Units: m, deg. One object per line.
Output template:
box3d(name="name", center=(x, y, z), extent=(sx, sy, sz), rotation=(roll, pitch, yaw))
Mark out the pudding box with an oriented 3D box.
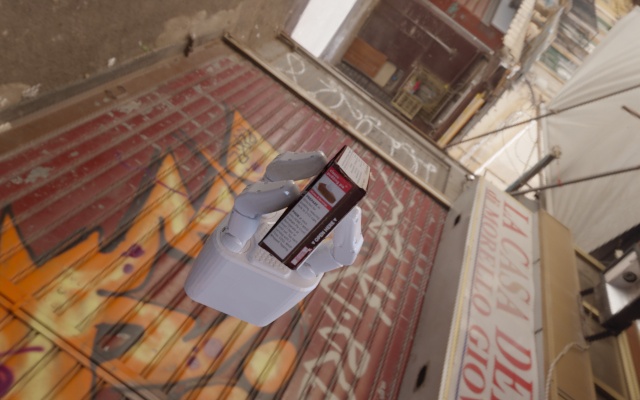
box3d(name="pudding box", center=(0.000, 0.001, 0.407), extent=(0.039, 0.090, 0.113), rotation=(41, 14, -5))
